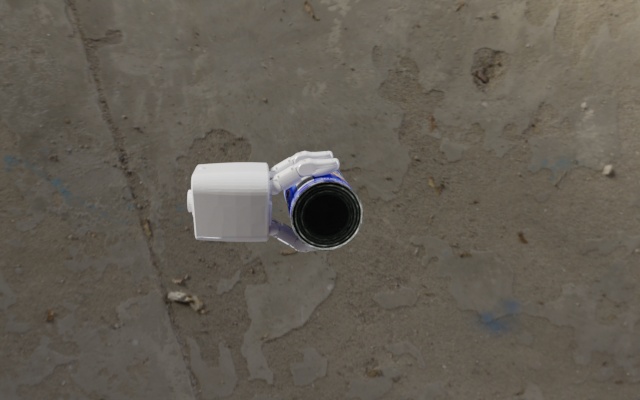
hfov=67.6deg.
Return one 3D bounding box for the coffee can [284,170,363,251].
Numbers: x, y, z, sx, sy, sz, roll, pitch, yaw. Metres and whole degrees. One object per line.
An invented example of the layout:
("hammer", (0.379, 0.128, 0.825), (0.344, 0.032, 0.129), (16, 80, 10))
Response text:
("coffee can", (0.000, 0.002, 0.726), (0.103, 0.103, 0.140), (0, 17, -8))
